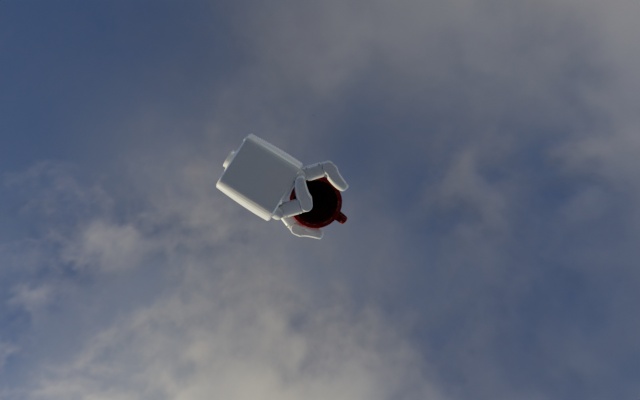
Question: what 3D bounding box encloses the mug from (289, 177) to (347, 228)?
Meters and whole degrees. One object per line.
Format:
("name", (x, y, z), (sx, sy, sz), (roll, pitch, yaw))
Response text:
("mug", (0.001, 0.004, 0.878), (0.117, 0.093, 0.081), (33, 8, -8))
